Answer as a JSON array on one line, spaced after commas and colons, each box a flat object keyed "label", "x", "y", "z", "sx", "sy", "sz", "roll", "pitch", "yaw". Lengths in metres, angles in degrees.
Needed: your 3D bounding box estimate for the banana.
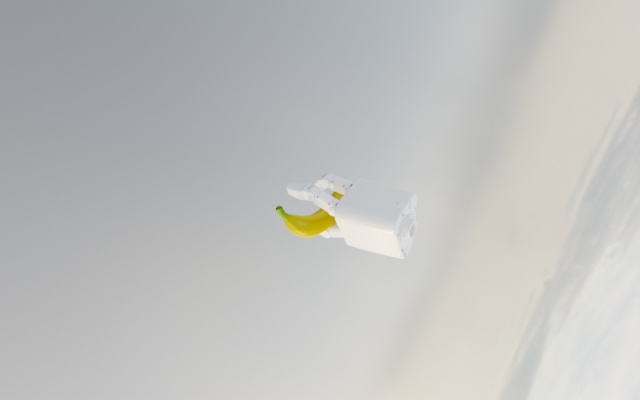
[{"label": "banana", "x": 0.000, "y": 0.022, "z": 0.841, "sx": 0.037, "sy": 0.070, "sz": 0.197, "roll": 4, "pitch": 15, "yaw": 36}]
